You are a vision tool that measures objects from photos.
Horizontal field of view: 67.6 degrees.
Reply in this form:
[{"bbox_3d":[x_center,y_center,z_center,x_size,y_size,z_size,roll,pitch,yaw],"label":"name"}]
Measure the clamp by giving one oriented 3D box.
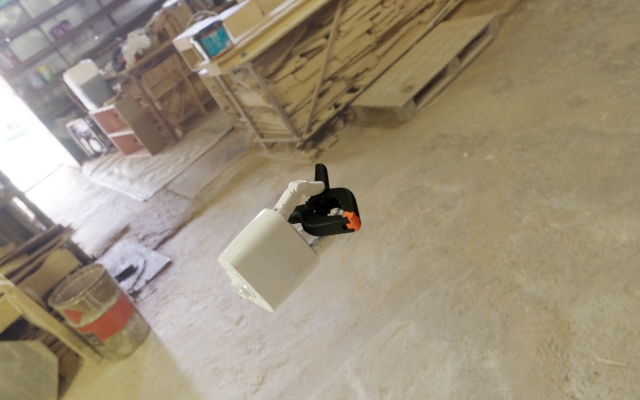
[{"bbox_3d":[0.000,0.002,0.764,0.164,0.036,0.210,-47,32,-22],"label":"clamp"}]
